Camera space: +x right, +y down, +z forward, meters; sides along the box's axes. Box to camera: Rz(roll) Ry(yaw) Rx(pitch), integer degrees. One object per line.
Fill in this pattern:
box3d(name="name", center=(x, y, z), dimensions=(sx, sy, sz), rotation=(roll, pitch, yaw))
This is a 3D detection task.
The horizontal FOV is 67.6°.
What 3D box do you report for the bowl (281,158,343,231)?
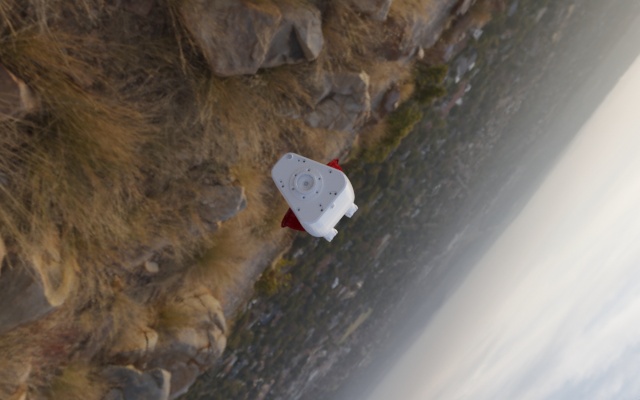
box3d(name="bowl", center=(0.001, 0.003, 0.870), dimensions=(0.055, 0.162, 0.162), rotation=(39, 5, 6))
